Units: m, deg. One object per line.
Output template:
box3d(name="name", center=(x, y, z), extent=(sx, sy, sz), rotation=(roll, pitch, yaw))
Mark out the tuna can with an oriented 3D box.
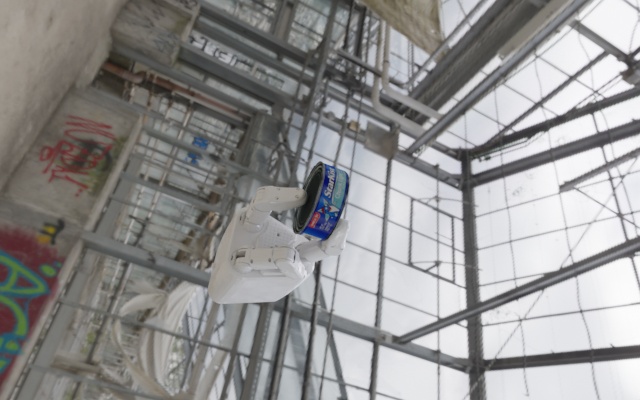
box3d(name="tuna can", center=(0.001, 0.002, 0.534), extent=(0.034, 0.086, 0.086), rotation=(20, -5, -14))
